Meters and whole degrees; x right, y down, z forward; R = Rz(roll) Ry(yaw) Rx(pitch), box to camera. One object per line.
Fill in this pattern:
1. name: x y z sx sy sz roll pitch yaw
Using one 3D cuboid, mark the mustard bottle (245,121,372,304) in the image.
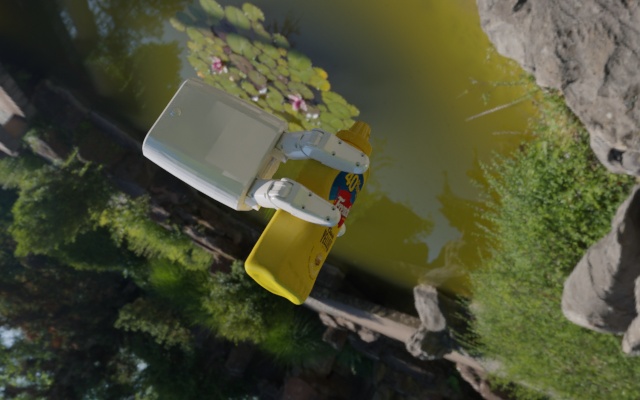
1. mustard bottle: 0.000 0.002 0.469 0.058 0.191 0.096 21 -19 22
